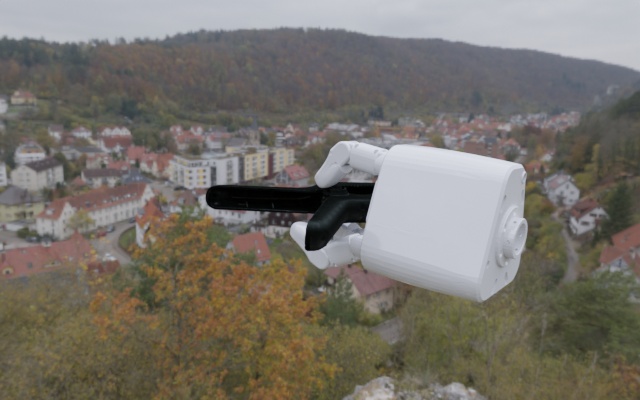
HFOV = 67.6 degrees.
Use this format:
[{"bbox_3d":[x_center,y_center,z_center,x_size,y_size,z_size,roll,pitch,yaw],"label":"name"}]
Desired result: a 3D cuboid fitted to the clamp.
[{"bbox_3d":[0.001,0.001,0.494,0.164,0.036,0.210,17,18,38],"label":"clamp"}]
